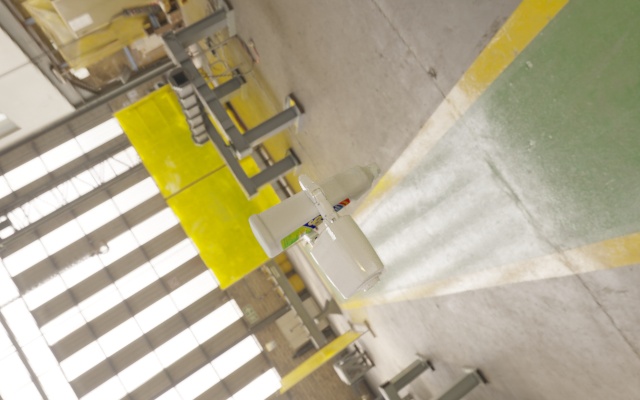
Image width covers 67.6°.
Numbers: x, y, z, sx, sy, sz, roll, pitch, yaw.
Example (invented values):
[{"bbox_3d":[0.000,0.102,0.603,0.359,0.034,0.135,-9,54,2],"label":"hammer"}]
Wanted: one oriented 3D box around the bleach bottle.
[{"bbox_3d":[0.000,0.003,0.839,0.251,0.068,0.103,-32,-17,-13],"label":"bleach bottle"}]
